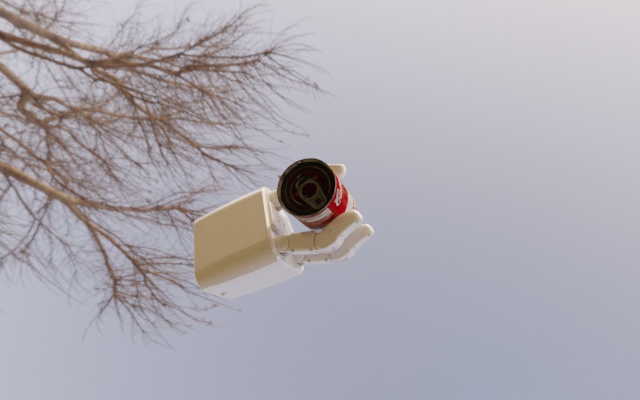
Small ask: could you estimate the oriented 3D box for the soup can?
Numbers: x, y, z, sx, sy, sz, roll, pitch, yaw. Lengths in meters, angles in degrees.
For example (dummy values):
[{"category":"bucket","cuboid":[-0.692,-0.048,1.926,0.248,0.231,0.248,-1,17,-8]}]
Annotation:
[{"category":"soup can","cuboid":[0.001,0.002,0.559,0.068,0.068,0.102,0,-19,19]}]
